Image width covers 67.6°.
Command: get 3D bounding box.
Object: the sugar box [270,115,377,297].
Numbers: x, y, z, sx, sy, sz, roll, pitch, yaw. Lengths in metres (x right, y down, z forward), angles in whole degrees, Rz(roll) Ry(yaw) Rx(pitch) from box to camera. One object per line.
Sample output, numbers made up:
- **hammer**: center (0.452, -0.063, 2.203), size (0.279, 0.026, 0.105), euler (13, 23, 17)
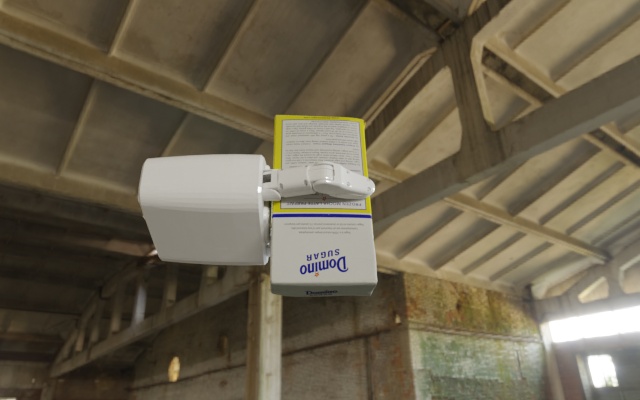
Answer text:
- **sugar box**: center (0.000, 0.002, 0.455), size (0.093, 0.176, 0.048), euler (1, -26, -4)
